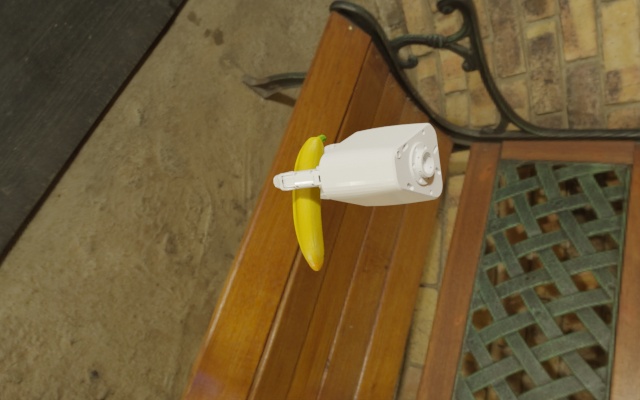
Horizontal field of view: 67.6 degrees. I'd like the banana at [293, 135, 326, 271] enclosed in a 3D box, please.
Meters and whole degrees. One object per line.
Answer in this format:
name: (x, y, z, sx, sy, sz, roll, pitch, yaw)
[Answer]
banana: (-0.011, -0.005, 0.652, 0.037, 0.197, 0.069, -4, -13, 36)
